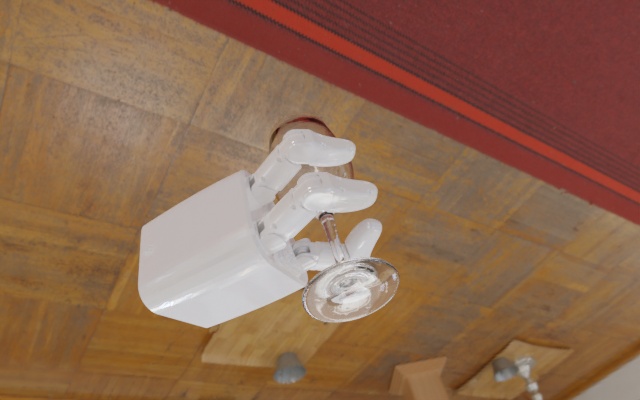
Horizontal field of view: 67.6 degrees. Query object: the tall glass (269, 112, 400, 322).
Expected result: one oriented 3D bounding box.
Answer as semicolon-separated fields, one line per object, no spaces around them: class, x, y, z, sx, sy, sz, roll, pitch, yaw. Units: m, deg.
tall glass;0.000;0.002;0.419;0.079;0.079;0.200;0;42;-17
